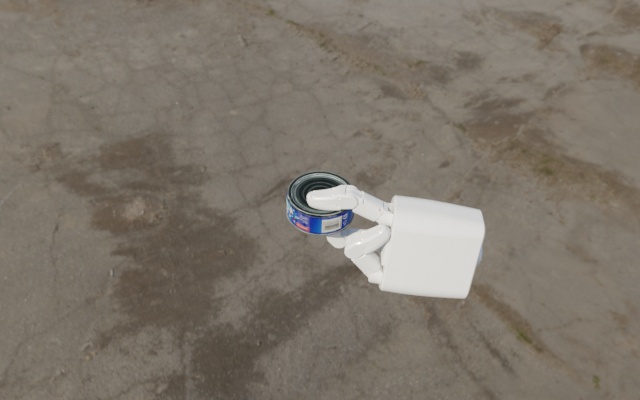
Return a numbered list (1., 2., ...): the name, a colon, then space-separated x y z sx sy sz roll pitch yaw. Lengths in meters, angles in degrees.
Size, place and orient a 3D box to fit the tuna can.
1. tuna can: 0.000 0.002 0.593 0.086 0.034 0.086 1 42 -1
